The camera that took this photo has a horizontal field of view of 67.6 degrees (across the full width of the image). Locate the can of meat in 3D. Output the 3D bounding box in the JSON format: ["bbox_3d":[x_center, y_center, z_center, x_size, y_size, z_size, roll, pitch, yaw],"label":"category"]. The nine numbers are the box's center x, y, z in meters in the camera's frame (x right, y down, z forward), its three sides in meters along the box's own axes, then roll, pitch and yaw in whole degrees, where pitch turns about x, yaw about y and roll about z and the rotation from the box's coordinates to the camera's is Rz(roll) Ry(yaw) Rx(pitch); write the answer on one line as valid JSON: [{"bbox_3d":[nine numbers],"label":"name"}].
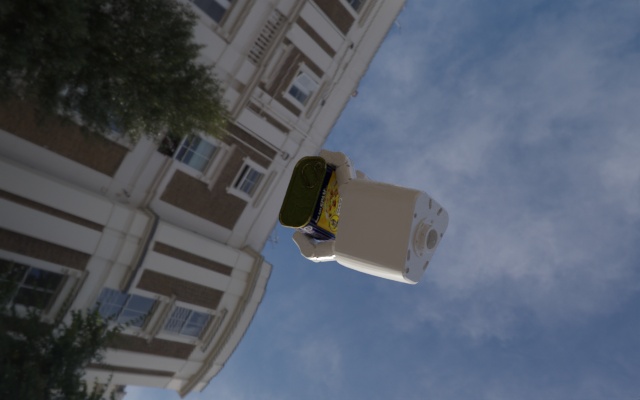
[{"bbox_3d":[0.000,0.002,0.660,0.057,0.102,0.084,5,-18,42],"label":"can of meat"}]
